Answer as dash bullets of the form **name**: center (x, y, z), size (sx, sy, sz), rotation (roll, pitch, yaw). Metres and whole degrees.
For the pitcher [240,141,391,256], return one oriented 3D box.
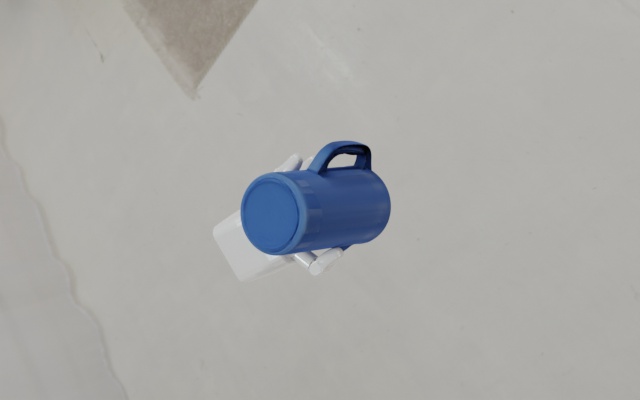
- **pitcher**: center (0.000, 0.002, 0.704), size (0.145, 0.149, 0.243), rotation (-28, -12, 29)
